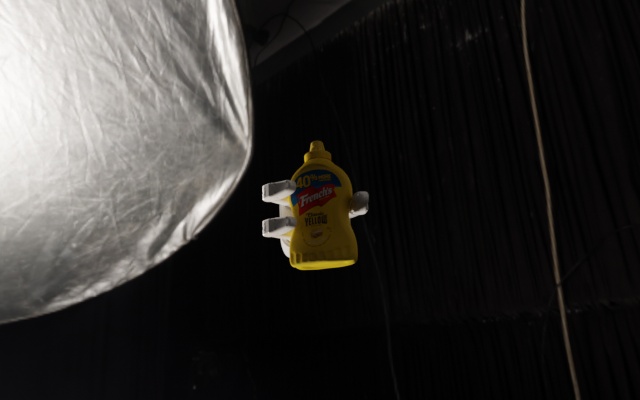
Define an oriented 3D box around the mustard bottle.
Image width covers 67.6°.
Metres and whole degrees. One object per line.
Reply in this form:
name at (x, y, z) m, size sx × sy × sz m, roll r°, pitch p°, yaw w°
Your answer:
mustard bottle at (0.000, 0.002, 0.708) m, size 0.096 × 0.191 × 0.058 m, roll -9°, pitch -19°, yaw 19°
